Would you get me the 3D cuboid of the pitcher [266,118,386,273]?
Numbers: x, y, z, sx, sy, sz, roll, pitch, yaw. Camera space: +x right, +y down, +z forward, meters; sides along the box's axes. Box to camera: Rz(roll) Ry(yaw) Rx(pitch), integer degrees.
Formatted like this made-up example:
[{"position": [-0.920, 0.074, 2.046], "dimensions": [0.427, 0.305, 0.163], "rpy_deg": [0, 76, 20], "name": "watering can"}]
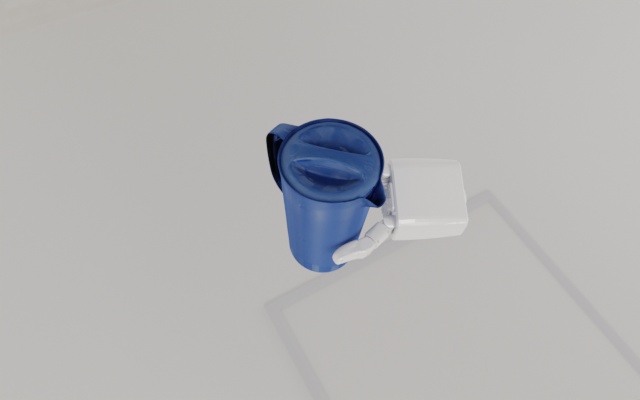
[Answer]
[{"position": [0.000, 0.002, 0.690], "dimensions": [0.145, 0.149, 0.243], "rpy_deg": [-4, -32, -6], "name": "pitcher"}]
